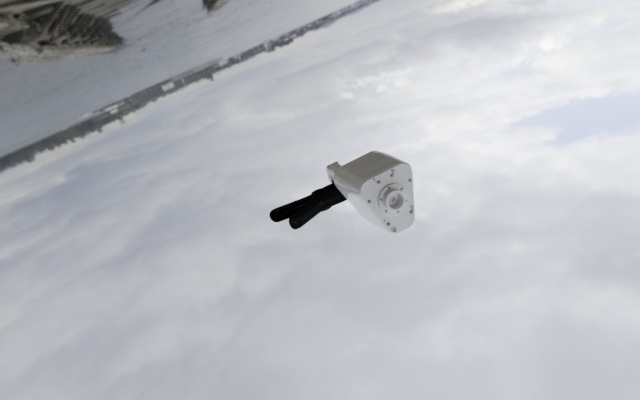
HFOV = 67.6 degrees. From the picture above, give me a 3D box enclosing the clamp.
[{"bbox_3d":[0.000,0.003,0.814,0.171,0.039,0.120,-27,20,-10],"label":"clamp"}]
